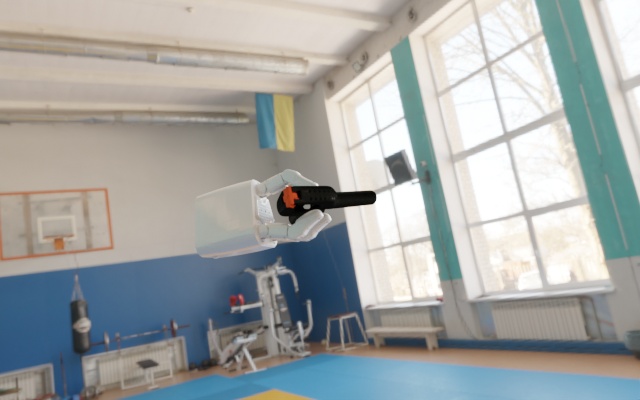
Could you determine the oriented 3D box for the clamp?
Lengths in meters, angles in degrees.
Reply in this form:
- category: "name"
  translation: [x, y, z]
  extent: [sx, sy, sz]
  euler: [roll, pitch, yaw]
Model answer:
- category: "clamp"
  translation: [0.000, 0.002, 0.756]
  extent: [0.164, 0.036, 0.210]
  euler: [-16, -11, 11]
